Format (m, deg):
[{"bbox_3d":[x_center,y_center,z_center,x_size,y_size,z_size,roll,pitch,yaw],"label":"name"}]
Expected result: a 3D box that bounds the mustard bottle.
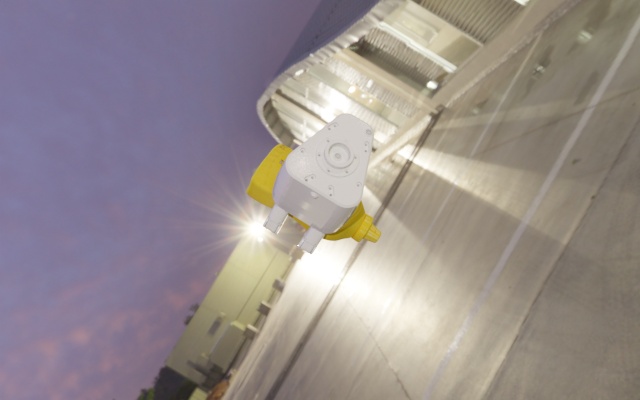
[{"bbox_3d":[0.000,0.002,0.668,0.191,0.058,0.096,31,44,-1],"label":"mustard bottle"}]
